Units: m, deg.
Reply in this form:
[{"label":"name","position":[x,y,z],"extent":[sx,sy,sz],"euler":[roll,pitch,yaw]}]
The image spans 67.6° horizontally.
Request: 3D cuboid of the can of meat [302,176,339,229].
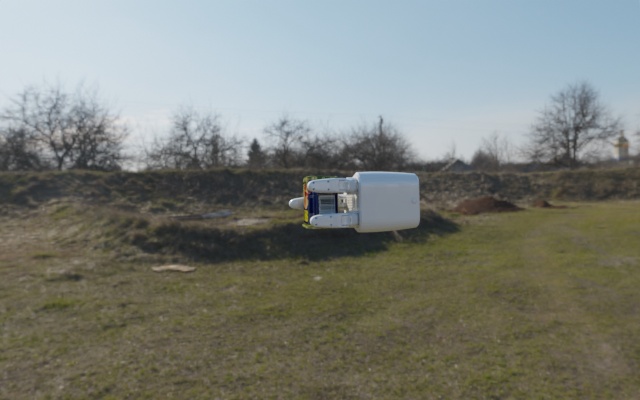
[{"label":"can of meat","position":[0.000,0.002,0.798],"extent":[0.057,0.084,0.102],"euler":[-1,1,-7]}]
